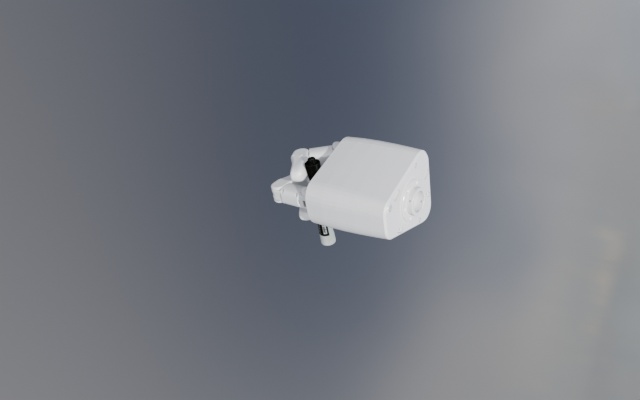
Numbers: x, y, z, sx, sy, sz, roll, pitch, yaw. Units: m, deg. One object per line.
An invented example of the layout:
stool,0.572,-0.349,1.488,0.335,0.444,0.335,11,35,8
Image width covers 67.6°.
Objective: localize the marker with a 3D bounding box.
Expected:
marker,0.000,0.002,0.585,0.020,0.121,0.020,-9,30,5
